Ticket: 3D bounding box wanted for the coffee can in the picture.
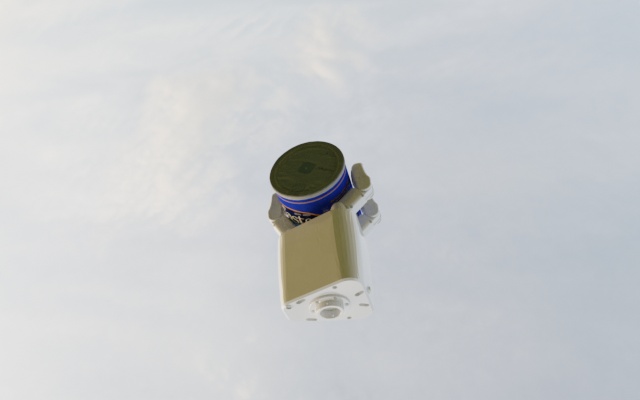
[{"bbox_3d":[0.000,0.002,0.671,0.103,0.102,0.140,0,-41,21],"label":"coffee can"}]
